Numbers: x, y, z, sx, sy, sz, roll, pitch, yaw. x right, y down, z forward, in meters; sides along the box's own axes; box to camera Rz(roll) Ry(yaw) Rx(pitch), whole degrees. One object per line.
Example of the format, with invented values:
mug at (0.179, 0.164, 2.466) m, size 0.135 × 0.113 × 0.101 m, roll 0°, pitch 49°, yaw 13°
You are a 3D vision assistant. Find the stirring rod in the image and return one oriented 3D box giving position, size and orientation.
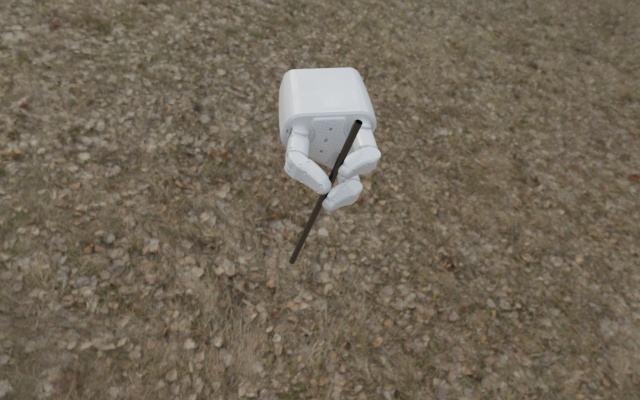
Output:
stirring rod at (0.000, 0.002, 0.554) m, size 0.011 × 0.011 × 0.240 m, roll 0°, pitch -41°, yaw -25°
